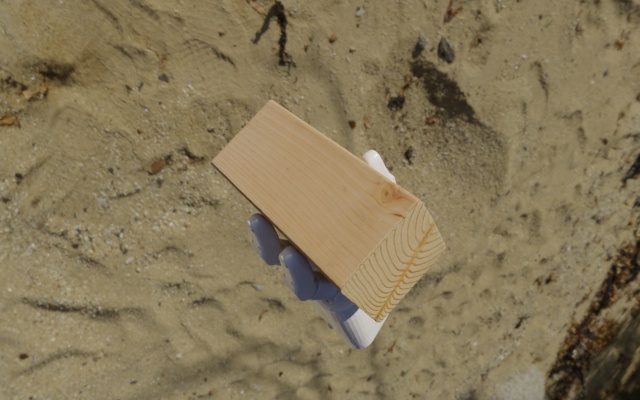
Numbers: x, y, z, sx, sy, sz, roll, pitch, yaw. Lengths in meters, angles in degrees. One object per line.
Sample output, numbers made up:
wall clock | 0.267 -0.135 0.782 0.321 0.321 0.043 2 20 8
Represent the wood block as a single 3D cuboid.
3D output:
wood block | 0.001 0.001 0.440 0.206 0.091 0.090 39 -6 39
